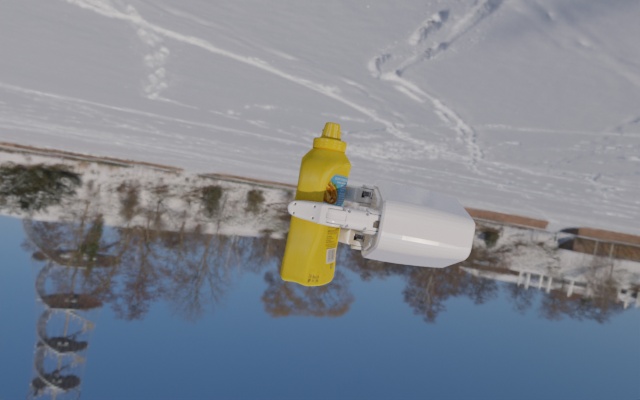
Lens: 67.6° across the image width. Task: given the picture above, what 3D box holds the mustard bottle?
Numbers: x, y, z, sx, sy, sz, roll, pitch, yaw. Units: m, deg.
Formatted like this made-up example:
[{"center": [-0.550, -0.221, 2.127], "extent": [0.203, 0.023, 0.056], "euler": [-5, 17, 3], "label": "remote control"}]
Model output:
[{"center": [0.000, 0.002, 0.577], "extent": [0.058, 0.191, 0.096], "euler": [11, 2, 21], "label": "mustard bottle"}]
